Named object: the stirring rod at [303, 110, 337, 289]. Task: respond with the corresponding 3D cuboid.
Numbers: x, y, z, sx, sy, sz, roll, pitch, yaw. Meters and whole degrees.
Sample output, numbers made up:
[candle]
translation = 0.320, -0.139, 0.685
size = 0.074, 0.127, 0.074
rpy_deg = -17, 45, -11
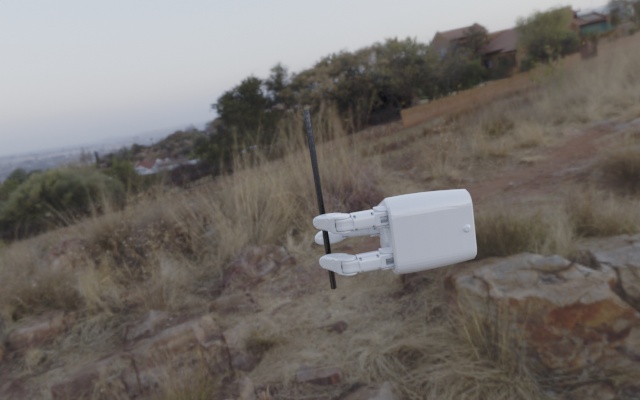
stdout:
[stirring rod]
translation = 0.000, 0.002, 0.629
size = 0.011, 0.239, 0.011
rpy_deg = -9, 10, 1
